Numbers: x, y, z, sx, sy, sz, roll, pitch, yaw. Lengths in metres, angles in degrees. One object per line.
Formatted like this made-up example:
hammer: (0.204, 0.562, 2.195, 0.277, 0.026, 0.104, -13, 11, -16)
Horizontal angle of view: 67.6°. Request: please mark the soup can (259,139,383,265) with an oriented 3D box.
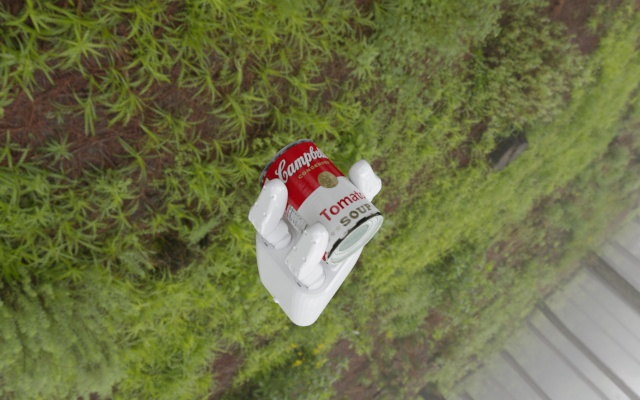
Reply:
soup can: (0.000, 0.001, 0.443, 0.102, 0.068, 0.068, 48, 21, 21)
